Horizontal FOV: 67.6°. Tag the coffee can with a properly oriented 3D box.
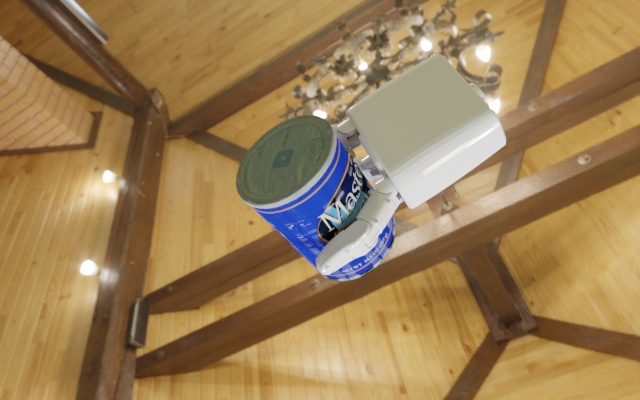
[{"bbox_3d":[0.000,0.002,0.469,0.103,0.102,0.140,0,-35,36],"label":"coffee can"}]
